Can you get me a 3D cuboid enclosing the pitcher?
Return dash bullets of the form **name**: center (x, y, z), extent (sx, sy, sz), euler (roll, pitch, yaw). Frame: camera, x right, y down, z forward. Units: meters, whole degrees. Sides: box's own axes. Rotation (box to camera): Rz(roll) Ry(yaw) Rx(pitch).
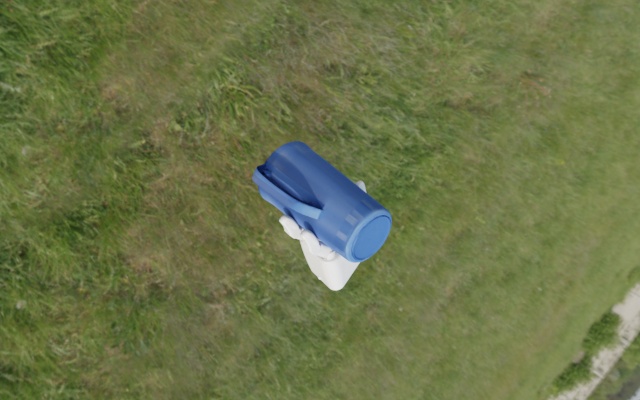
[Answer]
- **pitcher**: center (0.000, 0.003, 0.852), extent (0.149, 0.145, 0.242), euler (-37, 52, -20)
